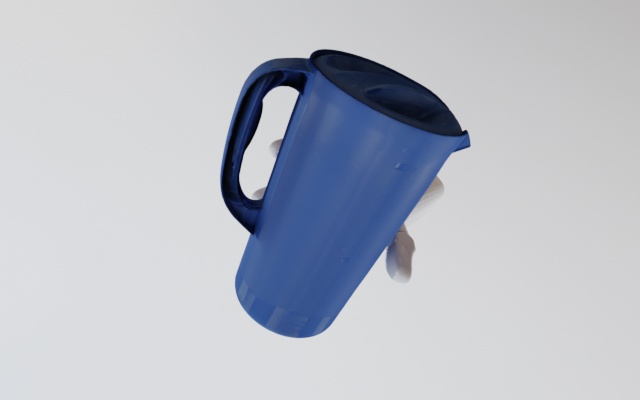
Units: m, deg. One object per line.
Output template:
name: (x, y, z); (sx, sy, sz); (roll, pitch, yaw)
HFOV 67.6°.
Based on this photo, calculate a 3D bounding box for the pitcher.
pitcher: (0.000, 0.001, 0.416); (0.149, 0.243, 0.145); (38, 31, 20)
